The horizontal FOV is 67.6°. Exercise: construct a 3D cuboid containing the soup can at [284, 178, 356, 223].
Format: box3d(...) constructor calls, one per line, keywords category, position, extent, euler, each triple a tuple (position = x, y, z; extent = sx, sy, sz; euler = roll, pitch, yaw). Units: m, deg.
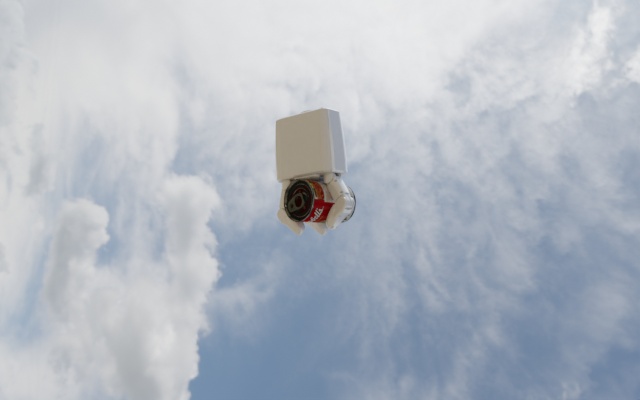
box3d(category="soup can", position=(0.000, 0.003, 0.776), extent=(0.068, 0.068, 0.102), euler=(0, -3, 45))
